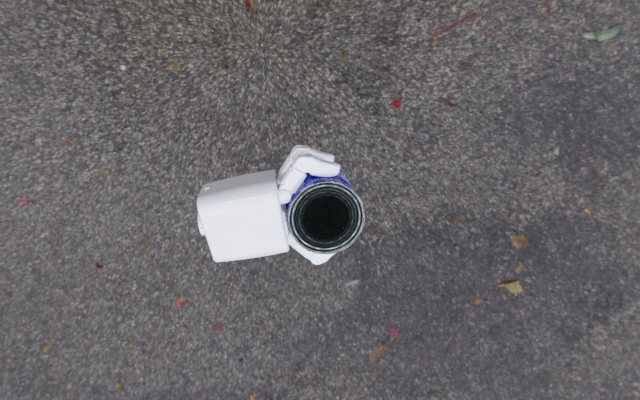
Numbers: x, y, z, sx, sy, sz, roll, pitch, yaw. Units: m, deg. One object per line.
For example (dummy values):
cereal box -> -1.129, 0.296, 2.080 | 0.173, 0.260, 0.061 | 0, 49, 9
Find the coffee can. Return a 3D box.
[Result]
coffee can -> 0.000, 0.002, 0.688 | 0.103, 0.103, 0.140 | 0, 18, -7
